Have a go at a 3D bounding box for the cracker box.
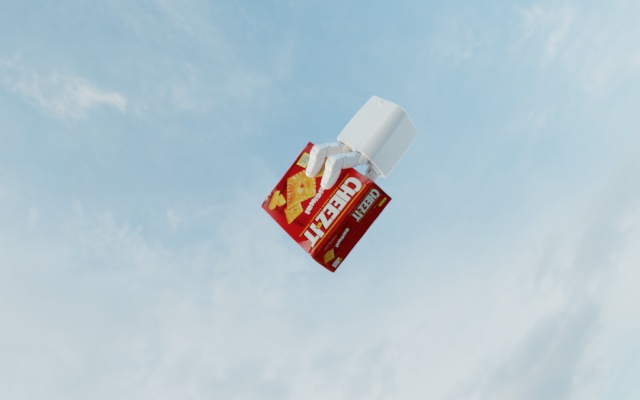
[{"bbox_3d":[0.000,0.003,0.869,0.072,0.164,0.213,37,1,-39],"label":"cracker box"}]
